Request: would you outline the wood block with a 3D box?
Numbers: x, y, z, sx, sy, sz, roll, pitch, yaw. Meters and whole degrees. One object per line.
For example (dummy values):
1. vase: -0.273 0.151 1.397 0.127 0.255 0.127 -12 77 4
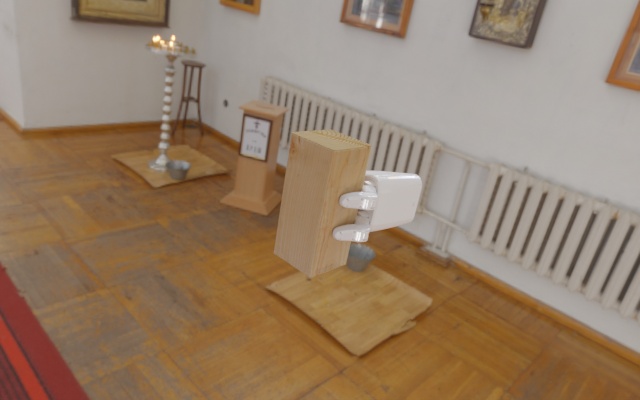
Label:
1. wood block: 0.000 0.002 0.749 0.090 0.206 0.090 28 28 37
